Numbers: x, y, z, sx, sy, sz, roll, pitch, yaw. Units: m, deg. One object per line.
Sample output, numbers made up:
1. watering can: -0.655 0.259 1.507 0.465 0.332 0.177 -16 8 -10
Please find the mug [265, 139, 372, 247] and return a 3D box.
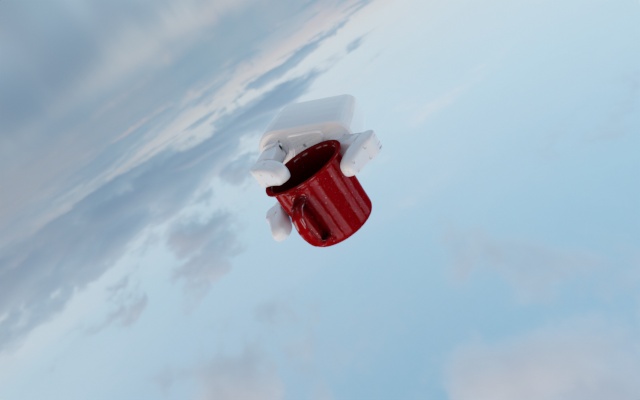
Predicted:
1. mug: 0.000 0.003 0.498 0.093 0.081 0.117 -24 25 25
